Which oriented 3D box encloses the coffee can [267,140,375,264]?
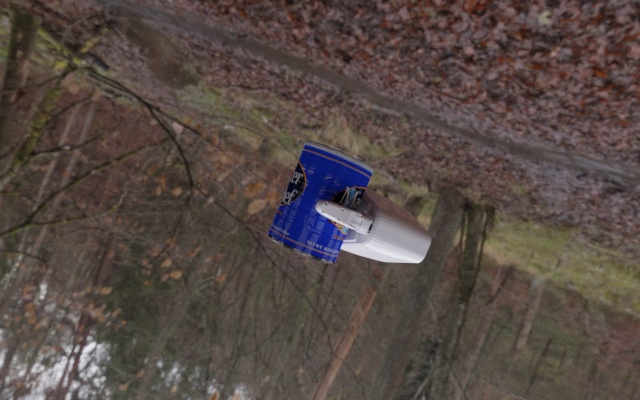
[{"bbox_3d":[0.000,0.002,0.655,0.103,0.140,0.103,23,1,0],"label":"coffee can"}]
